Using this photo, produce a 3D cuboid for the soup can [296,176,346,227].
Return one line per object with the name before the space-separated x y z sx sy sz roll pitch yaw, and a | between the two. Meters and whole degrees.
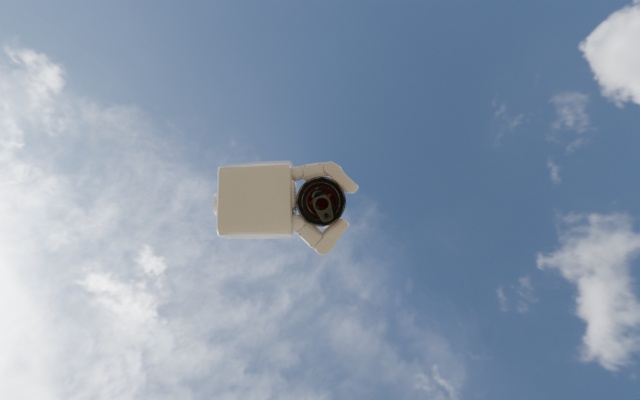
soup can | 0.001 0.002 0.693 0.068 0.068 0.102 0 -1 0
